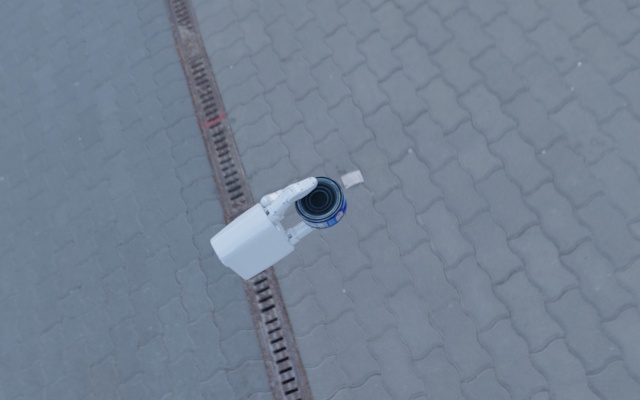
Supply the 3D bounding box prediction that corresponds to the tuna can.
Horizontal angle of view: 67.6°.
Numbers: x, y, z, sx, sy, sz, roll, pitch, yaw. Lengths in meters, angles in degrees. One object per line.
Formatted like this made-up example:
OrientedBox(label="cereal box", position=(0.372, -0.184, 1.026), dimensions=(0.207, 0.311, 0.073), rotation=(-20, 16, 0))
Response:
OrientedBox(label="tuna can", position=(0.000, 0.002, 0.805), dimensions=(0.086, 0.086, 0.034), rotation=(0, -23, 14))
